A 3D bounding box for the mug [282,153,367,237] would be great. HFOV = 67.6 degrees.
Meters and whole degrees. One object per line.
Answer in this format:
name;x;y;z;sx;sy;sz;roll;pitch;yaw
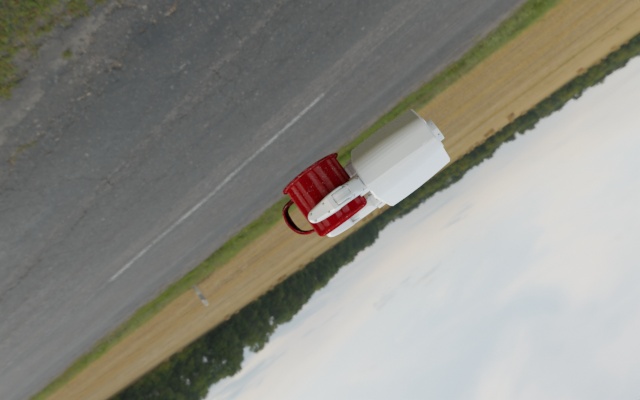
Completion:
mug;-0.001;0.003;0.653;0.117;0.081;0.093;-38;-6;14
